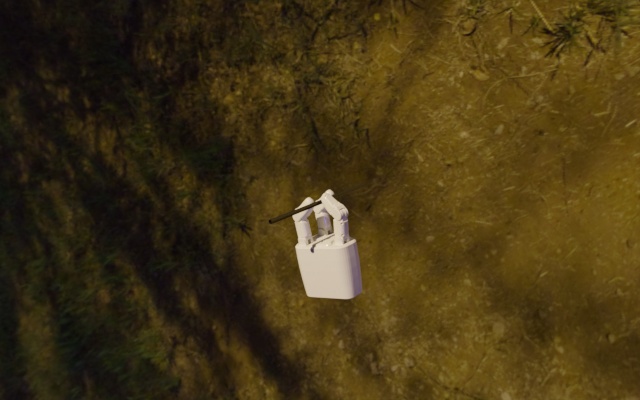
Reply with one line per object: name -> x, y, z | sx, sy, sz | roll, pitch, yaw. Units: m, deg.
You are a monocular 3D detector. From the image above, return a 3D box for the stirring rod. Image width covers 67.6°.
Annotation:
stirring rod -> 0.000, 0.003, 0.876 | 0.239, 0.011, 0.011 | -22, 15, -41
